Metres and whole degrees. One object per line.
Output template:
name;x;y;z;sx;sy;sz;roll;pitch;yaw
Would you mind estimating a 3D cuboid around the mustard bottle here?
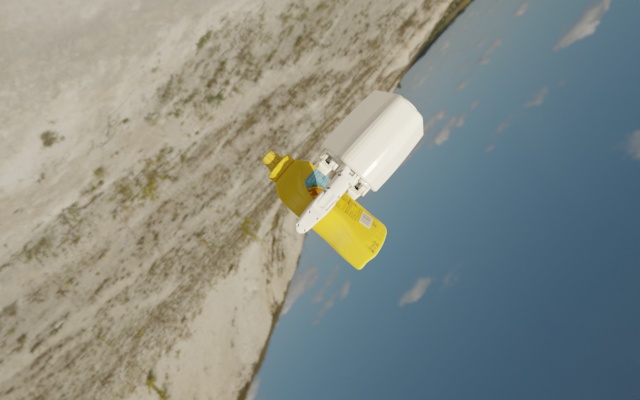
mustard bottle;0.000;0.003;0.639;0.058;0.191;0.096;-47;4;28
